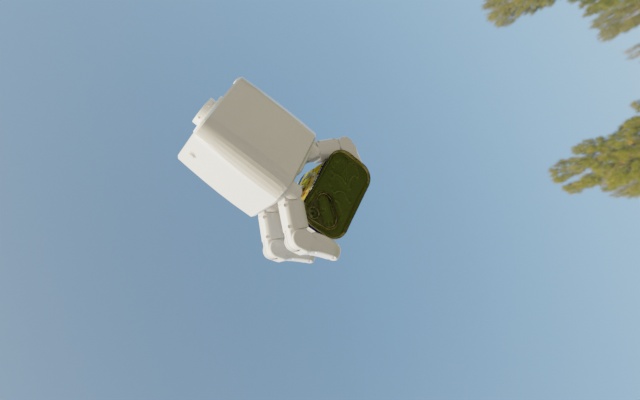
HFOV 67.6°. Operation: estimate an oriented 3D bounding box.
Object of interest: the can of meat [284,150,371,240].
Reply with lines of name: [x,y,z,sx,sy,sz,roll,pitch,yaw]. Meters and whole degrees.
can of meat: [0.000,0.002,0.552,0.057,0.102,0.084,36,-29,-16]
